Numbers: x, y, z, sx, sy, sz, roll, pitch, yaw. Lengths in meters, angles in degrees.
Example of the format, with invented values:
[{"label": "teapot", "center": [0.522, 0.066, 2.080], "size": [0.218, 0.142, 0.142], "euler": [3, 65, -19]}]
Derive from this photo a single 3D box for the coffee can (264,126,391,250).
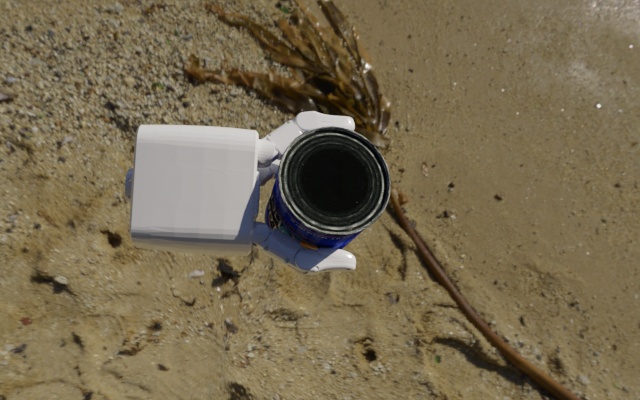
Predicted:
[{"label": "coffee can", "center": [0.000, 0.002, 0.484], "size": [0.103, 0.102, 0.140], "euler": [0, -17, -12]}]
